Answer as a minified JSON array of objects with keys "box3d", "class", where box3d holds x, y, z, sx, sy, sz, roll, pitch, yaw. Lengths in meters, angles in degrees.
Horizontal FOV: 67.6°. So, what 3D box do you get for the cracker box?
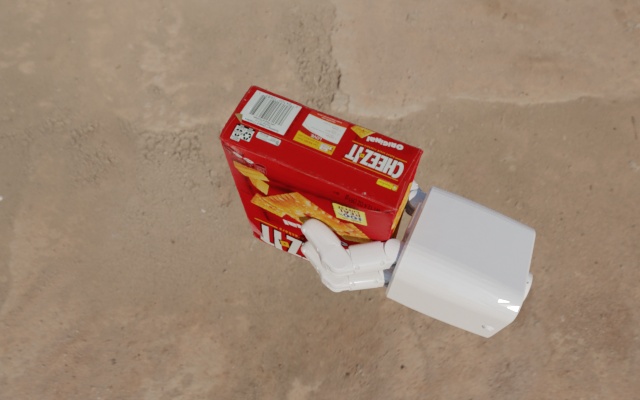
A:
[{"box3d":[0.000,0.001,0.483,0.164,0.072,0.214,23,-25,12],"class":"cracker box"}]
